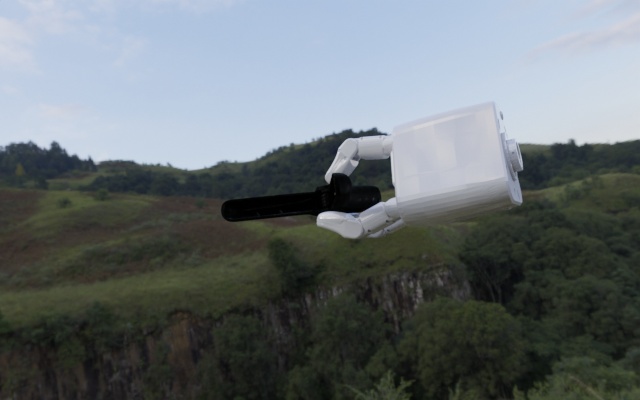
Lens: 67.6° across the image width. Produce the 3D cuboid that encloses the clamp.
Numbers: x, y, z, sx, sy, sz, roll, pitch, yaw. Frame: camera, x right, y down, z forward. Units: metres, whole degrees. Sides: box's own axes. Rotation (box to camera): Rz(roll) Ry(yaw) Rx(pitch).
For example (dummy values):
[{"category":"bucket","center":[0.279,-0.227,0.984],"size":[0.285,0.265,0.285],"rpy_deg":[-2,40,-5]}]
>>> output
[{"category":"clamp","center":[0.000,0.001,0.563],"size":[0.164,0.036,0.210],"rpy_deg":[-10,-7,28]}]
